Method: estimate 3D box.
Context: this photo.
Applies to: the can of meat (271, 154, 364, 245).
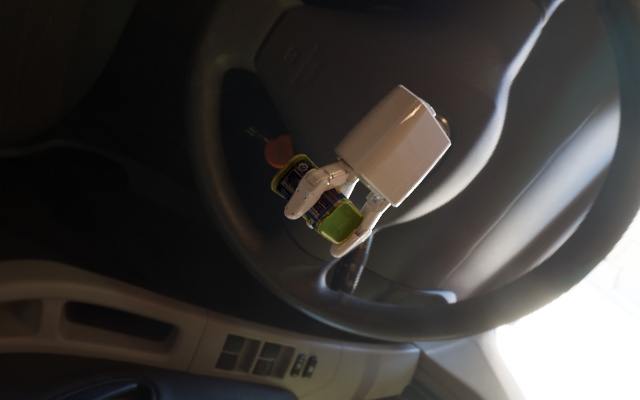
[{"bbox_3d":[0.000,0.002,0.577,0.084,0.057,0.102,44,2,26],"label":"can of meat"}]
